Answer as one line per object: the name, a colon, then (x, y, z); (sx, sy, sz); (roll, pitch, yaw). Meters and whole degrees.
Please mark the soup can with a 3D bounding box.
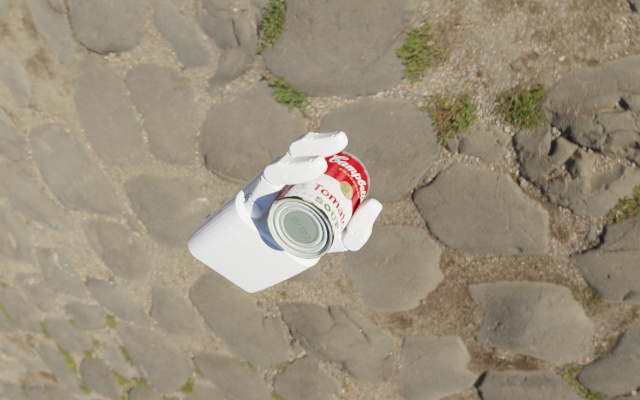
soup can: (0.000, 0.002, 0.466); (0.068, 0.068, 0.102); (0, 29, 27)
